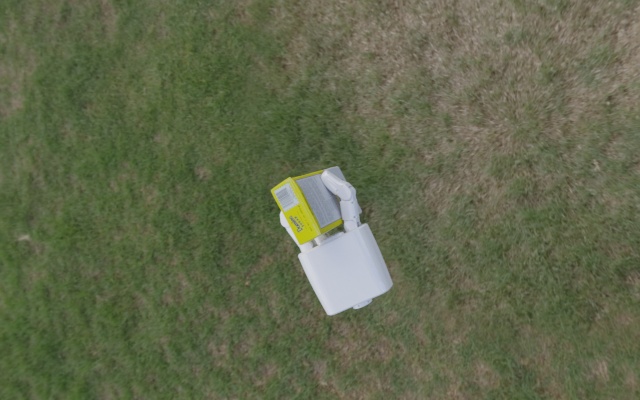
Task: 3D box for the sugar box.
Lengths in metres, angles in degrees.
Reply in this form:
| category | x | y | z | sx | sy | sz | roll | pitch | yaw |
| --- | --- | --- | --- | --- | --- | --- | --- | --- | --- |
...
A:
| category | x | y | z | sx | sy | sz | roll | pitch | yaw |
| --- | --- | --- | --- | --- | --- | --- | --- | --- | --- |
| sugar box | 0.000 | 0.003 | 0.747 | 0.048 | 0.093 | 0.176 | -29 | -4 | 23 |
